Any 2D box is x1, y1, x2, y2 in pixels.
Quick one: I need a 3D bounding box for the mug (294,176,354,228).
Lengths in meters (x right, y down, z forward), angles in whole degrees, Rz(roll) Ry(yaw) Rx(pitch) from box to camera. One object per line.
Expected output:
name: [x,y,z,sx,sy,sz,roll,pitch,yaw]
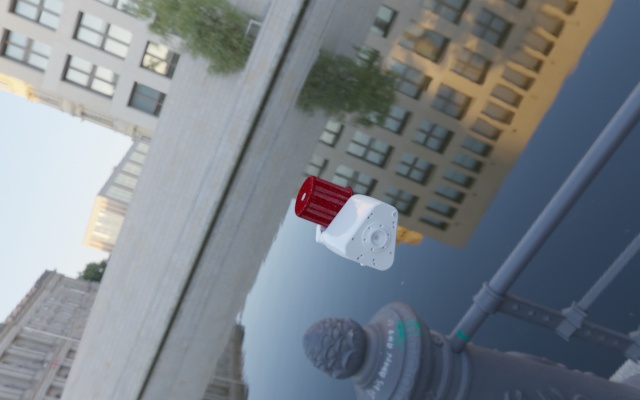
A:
mug: [0.000,0.003,0.901,0.081,0.093,0.117,21,-1,-18]
